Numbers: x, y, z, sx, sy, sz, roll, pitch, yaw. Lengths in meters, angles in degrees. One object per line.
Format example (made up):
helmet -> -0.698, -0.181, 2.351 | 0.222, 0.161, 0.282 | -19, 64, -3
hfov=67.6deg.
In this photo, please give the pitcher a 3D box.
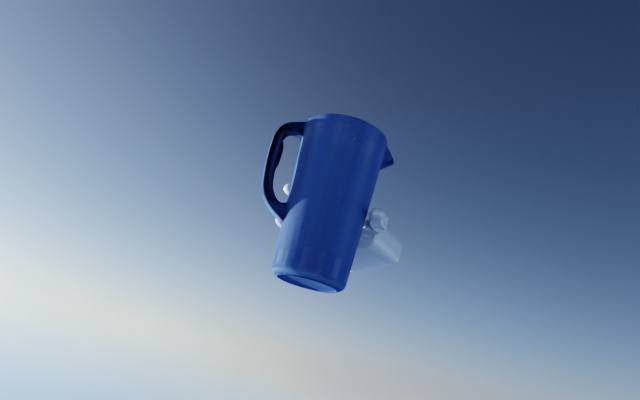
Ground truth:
pitcher -> 0.000, 0.002, 0.701 | 0.149, 0.242, 0.145 | 2, -23, 34
